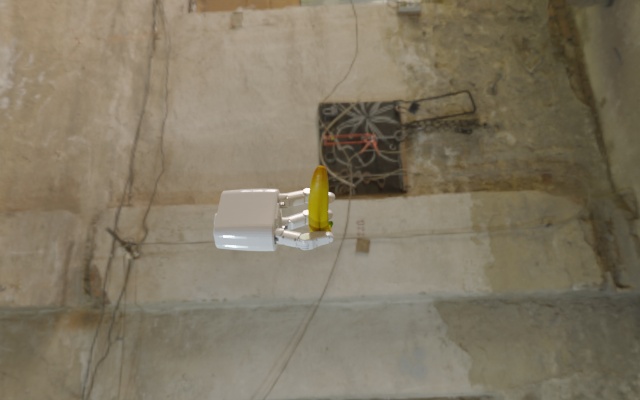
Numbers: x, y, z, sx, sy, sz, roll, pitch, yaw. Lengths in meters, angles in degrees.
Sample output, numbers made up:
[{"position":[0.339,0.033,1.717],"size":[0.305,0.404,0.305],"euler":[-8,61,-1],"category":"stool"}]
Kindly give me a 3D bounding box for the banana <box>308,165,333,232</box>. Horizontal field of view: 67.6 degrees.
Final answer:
[{"position":[-0.002,0.020,0.836],"size":[0.037,0.069,0.198],"euler":[3,-31,6],"category":"banana"}]
